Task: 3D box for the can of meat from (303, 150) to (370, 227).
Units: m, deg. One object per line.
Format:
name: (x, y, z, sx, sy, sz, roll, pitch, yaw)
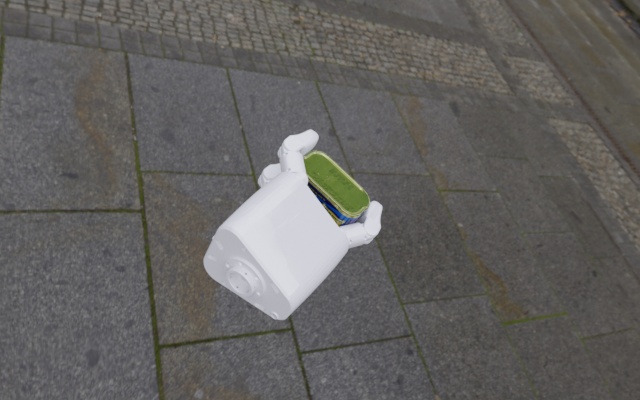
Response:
can of meat: (0.000, 0.002, 0.580, 0.057, 0.102, 0.084, -40, -10, -43)
